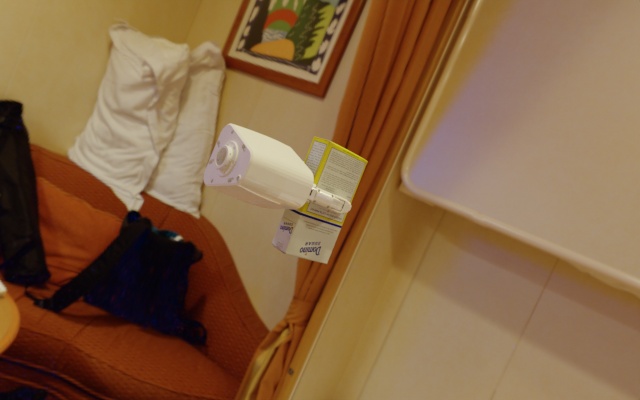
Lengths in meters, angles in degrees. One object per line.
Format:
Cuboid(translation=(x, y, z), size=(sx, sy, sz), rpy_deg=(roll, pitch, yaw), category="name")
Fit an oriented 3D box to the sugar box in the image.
Cuboid(translation=(0.000, 0.002, 0.727), size=(0.093, 0.176, 0.048), rpy_deg=(21, 4, -42), category="sugar box")
